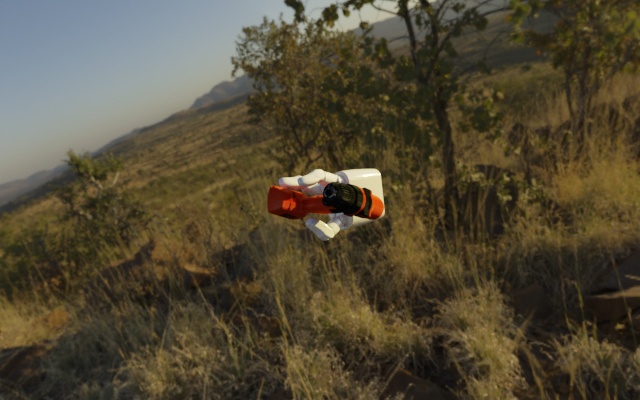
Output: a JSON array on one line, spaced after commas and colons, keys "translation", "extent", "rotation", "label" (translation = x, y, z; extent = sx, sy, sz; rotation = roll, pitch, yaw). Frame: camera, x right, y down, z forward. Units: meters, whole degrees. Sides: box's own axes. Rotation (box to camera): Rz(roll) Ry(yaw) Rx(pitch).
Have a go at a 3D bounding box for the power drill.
[{"translation": [0.000, 0.003, 0.856], "extent": [0.187, 0.057, 0.184], "rotation": [1, -10, 30], "label": "power drill"}]
